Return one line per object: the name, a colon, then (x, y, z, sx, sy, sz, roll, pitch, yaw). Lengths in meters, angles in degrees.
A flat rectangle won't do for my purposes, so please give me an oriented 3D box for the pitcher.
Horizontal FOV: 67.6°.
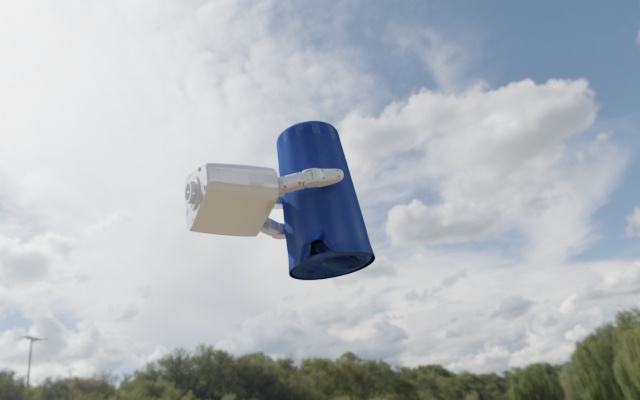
pitcher: (0.000, 0.003, 0.776, 0.145, 0.242, 0.149, 4, -28, -30)
